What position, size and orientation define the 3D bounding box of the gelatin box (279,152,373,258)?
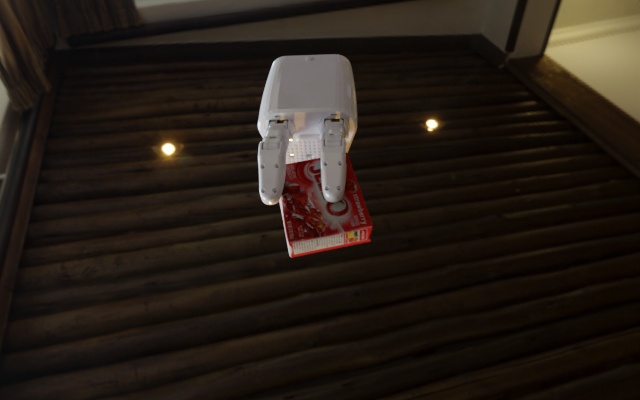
[{"bbox_3d":[0.000,0.002,0.431,0.073,0.089,0.030,-11,-37,-5],"label":"gelatin box"}]
